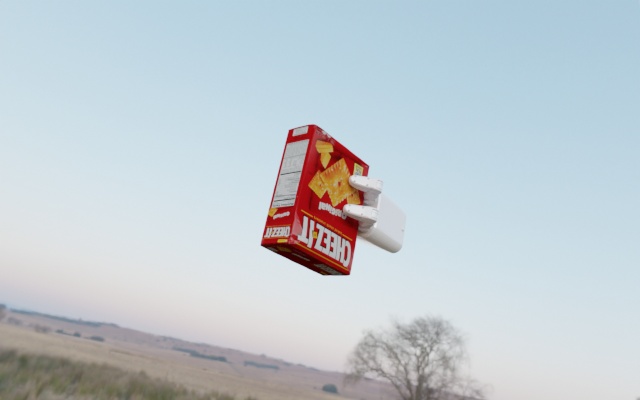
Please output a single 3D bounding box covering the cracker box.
[{"bbox_3d":[0.000,0.003,0.812,0.072,0.213,0.164,-8,-29,40],"label":"cracker box"}]
